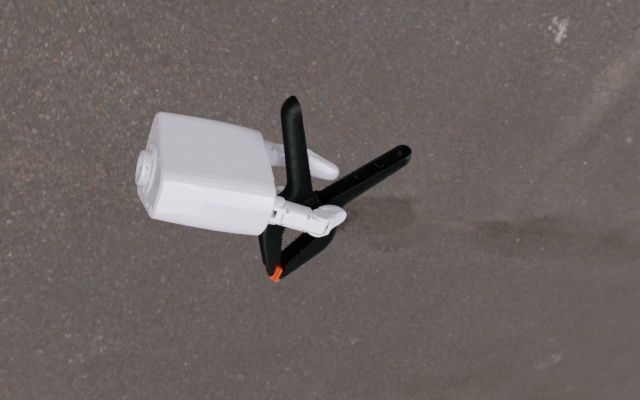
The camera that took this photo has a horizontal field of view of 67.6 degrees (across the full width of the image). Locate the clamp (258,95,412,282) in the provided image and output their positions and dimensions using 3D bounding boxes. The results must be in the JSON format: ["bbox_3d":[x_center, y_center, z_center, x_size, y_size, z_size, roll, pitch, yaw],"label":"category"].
[{"bbox_3d":[0.000,0.003,0.526,0.164,0.210,0.036,11,27,-29],"label":"clamp"}]
